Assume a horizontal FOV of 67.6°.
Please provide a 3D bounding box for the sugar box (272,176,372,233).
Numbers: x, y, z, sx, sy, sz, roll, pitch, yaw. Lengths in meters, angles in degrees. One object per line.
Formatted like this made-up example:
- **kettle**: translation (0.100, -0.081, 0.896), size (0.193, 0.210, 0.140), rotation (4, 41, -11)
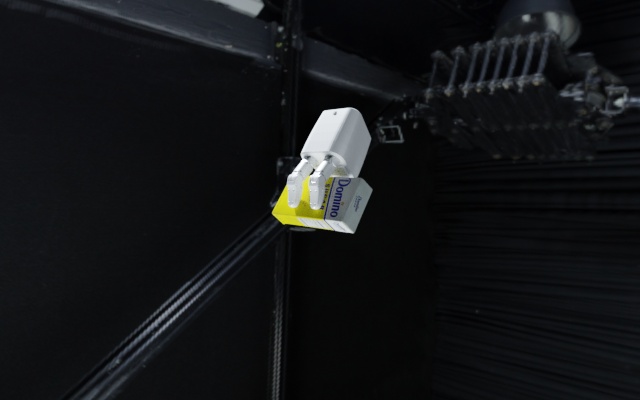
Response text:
- **sugar box**: translation (0.000, 0.002, 0.873), size (0.176, 0.093, 0.048), rotation (2, -31, 44)
